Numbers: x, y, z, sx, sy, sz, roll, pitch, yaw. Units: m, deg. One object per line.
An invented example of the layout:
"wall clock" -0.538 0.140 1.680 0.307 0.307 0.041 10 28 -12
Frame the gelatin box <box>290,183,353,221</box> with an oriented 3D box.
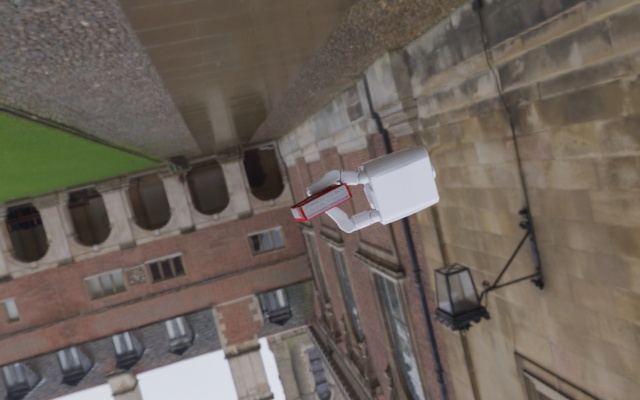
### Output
"gelatin box" 0.000 0.003 0.793 0.089 0.030 0.073 -28 6 -15
